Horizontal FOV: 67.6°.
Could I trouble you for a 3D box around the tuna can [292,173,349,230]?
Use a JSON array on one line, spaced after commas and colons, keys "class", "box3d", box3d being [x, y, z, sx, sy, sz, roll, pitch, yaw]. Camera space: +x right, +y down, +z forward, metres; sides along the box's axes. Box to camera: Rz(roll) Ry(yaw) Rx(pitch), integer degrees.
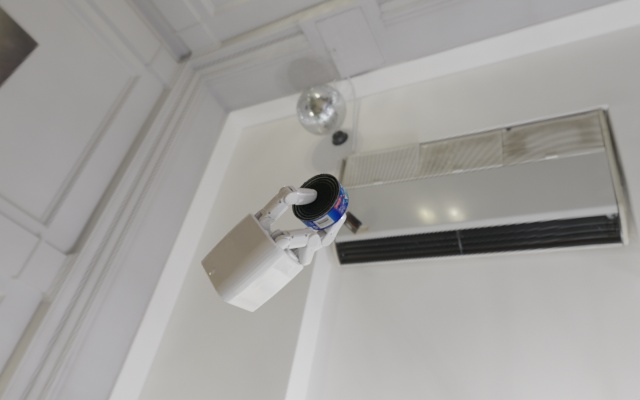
[{"class": "tuna can", "box3d": [0.000, 0.003, 0.741, 0.086, 0.086, 0.034, 0, -32, 38]}]
